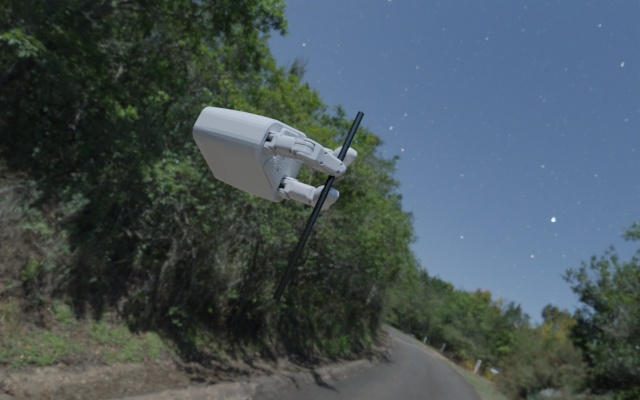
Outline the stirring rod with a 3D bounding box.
[{"bbox_3d":[0.000,0.002,0.545,0.011,0.239,0.011,23,-13,6],"label":"stirring rod"}]
